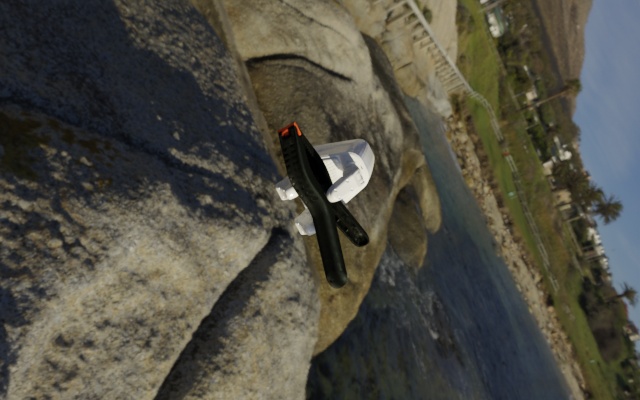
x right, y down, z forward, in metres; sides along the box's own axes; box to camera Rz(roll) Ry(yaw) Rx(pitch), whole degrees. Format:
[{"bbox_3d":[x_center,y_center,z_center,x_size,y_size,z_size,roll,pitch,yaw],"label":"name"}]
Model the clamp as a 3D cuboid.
[{"bbox_3d":[0.001,0.001,0.615,0.036,0.210,0.164,-24,13,19],"label":"clamp"}]
